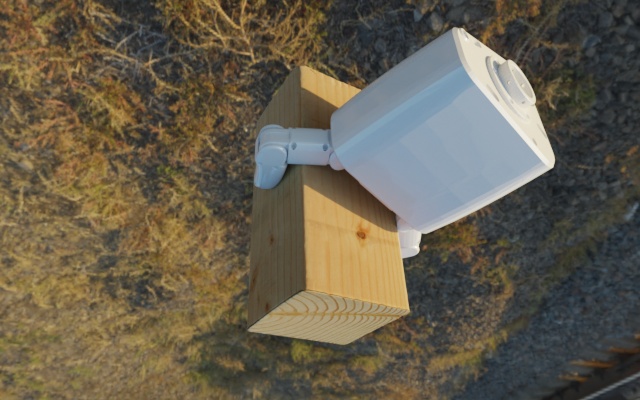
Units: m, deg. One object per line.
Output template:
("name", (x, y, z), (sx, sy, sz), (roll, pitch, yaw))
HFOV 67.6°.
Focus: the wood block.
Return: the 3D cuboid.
("wood block", (0.000, 0.001, 0.400), (0.091, 0.206, 0.090), (17, -38, -27))
